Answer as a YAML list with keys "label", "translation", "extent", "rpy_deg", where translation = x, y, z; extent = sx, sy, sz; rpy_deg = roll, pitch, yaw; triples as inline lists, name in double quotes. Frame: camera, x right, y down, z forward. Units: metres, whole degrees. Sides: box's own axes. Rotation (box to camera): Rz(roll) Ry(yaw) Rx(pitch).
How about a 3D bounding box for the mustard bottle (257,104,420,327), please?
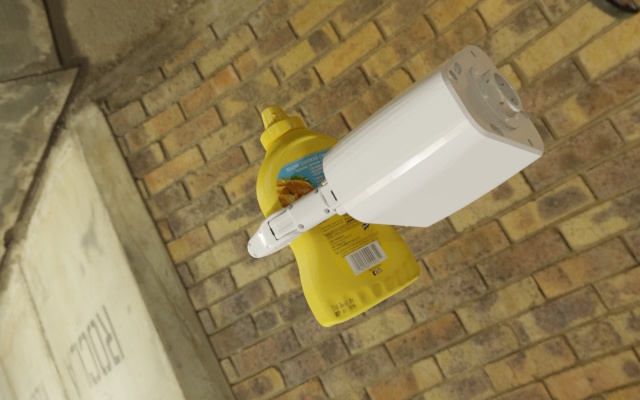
- label: "mustard bottle"
  translation: [0.000, 0.002, 0.409]
  extent: [0.096, 0.191, 0.058]
  rpy_deg: [-24, -11, -25]
